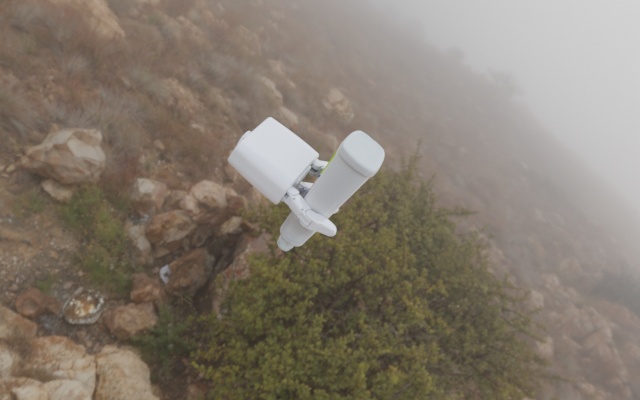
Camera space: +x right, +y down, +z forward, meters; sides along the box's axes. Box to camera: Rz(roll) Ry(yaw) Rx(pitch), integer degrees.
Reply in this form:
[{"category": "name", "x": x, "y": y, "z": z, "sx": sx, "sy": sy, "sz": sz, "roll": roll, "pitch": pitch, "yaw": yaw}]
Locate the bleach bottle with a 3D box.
[{"category": "bleach bottle", "x": 0.000, "y": 0.003, "z": 0.783, "sx": 0.068, "sy": 0.251, "sz": 0.102, "roll": 40, "pitch": 32, "yaw": -1}]
